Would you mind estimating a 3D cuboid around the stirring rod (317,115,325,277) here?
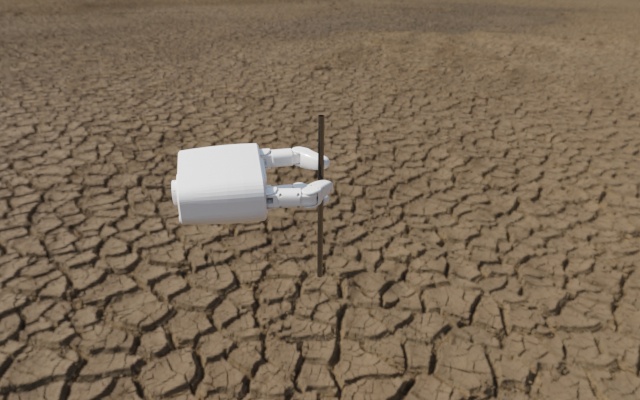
[{"bbox_3d":[0.000,0.002,0.652,0.011,0.240,0.011,0,25,0],"label":"stirring rod"}]
